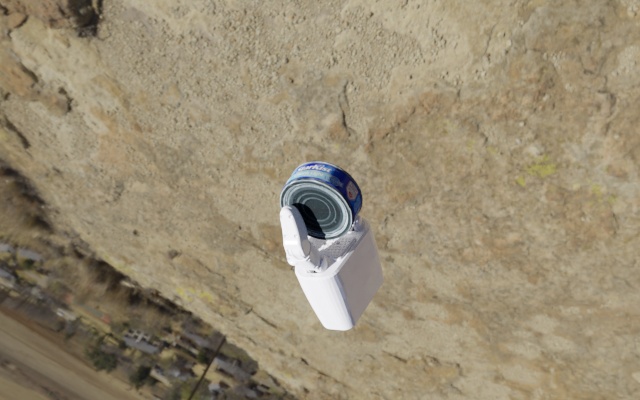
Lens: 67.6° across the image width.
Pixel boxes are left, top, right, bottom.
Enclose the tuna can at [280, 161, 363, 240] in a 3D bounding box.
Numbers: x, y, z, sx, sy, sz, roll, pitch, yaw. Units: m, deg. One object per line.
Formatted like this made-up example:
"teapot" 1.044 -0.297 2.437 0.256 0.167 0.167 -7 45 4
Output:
"tuna can" 0.000 0.002 0.517 0.086 0.086 0.033 0 38 26
